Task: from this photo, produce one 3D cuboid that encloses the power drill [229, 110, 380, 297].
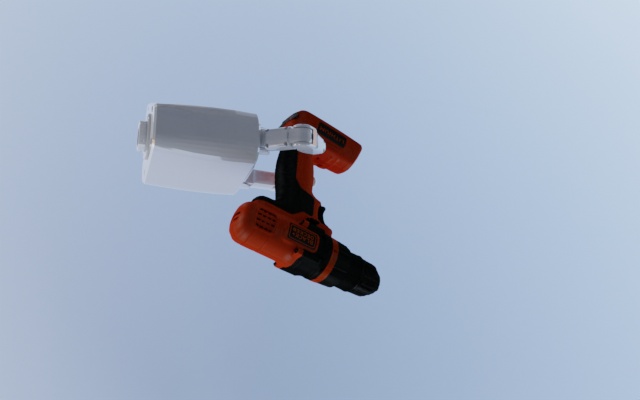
[{"bbox_3d":[0.000,0.001,0.545,0.184,0.187,0.057,29,-40,-25],"label":"power drill"}]
